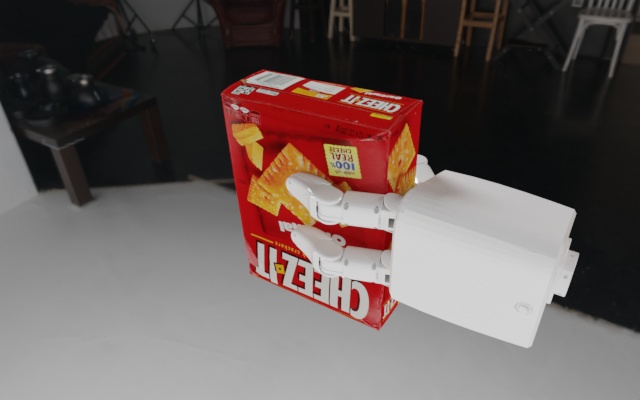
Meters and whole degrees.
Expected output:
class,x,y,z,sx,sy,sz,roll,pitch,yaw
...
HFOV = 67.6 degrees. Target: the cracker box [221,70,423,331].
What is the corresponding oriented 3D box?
class,x,y,z,sx,sy,sz,roll,pitch,yaw
cracker box,0.000,0.001,0.446,0.164,0.214,0.072,19,39,28
